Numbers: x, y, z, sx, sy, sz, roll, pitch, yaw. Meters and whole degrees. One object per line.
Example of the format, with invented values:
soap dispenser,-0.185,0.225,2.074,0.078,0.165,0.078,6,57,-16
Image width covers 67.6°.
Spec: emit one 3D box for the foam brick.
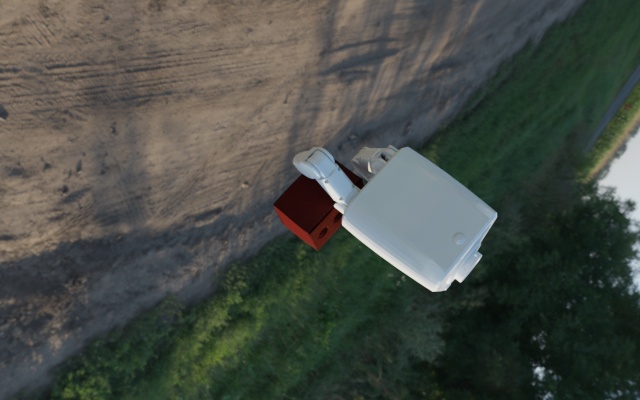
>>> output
foam brick,0.000,0.002,0.483,0.051,0.078,0.053,39,-12,21
